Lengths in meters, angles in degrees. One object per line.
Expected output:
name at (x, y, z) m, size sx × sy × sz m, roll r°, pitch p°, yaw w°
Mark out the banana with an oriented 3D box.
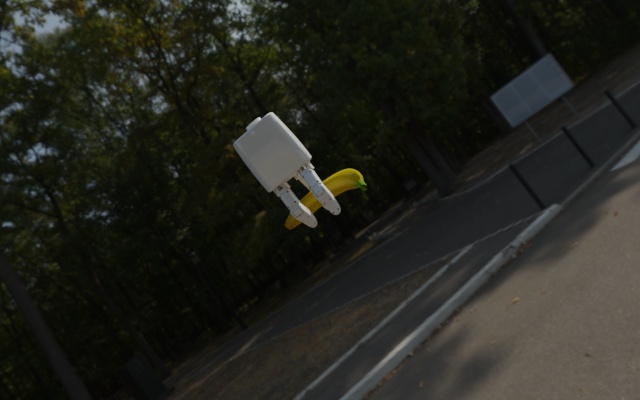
banana at (0.008, -0.010, 0.866) m, size 0.198 × 0.037 × 0.069 m, roll -31°, pitch 21°, yaw 37°
